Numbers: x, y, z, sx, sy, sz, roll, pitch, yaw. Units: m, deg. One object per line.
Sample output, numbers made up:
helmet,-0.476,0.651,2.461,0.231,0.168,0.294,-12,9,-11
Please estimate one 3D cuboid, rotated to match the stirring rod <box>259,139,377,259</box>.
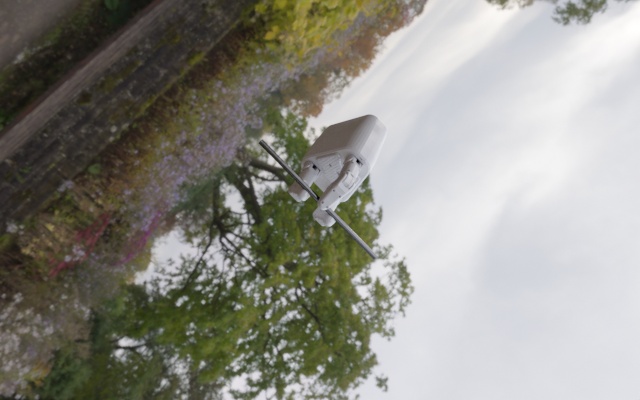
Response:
stirring rod,0.000,0.002,0.679,0.239,0.011,0.011,45,-15,-16
